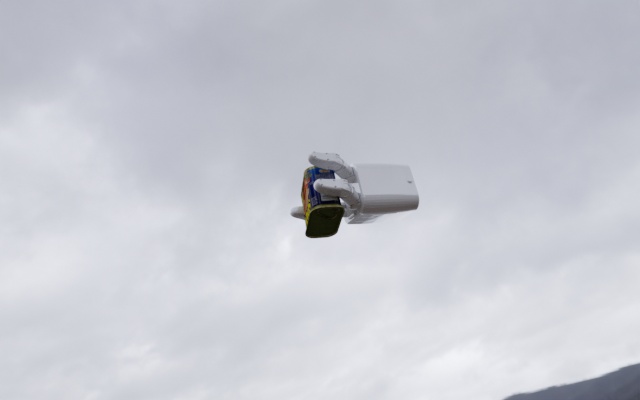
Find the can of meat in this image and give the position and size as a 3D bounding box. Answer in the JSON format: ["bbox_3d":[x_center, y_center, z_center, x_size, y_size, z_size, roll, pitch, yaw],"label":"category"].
[{"bbox_3d":[0.000,0.002,0.801,0.057,0.084,0.102,-4,-32,-11],"label":"can of meat"}]
